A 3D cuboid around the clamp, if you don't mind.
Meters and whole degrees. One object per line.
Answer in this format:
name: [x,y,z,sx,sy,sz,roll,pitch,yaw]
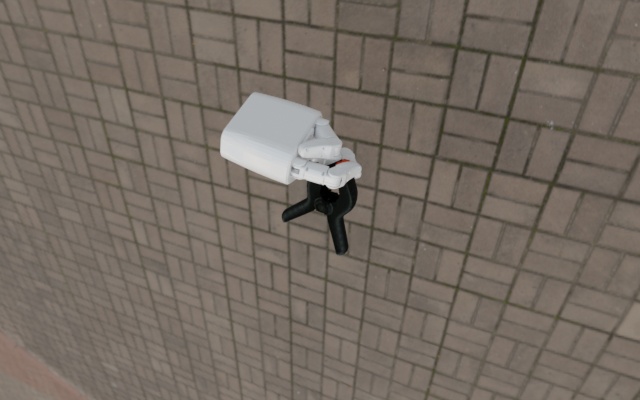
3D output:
clamp: [0.000,0.003,0.726,0.120,0.172,0.039,20,40,10]
